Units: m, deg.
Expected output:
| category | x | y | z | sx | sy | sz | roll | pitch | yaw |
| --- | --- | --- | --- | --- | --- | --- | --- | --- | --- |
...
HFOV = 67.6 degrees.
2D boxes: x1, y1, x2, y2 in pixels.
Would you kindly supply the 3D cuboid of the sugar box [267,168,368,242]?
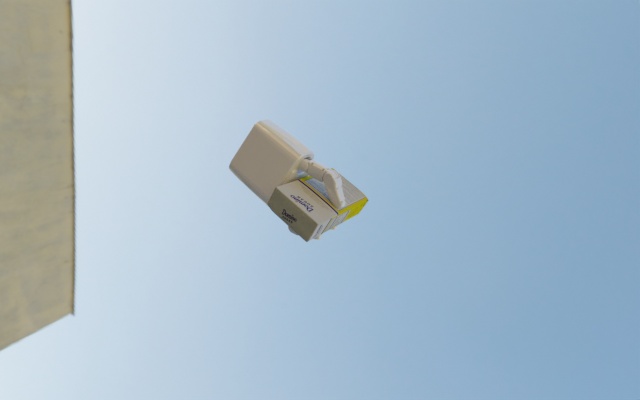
| category | x | y | z | sx | sy | sz | roll | pitch | yaw |
| --- | --- | --- | --- | --- | --- | --- | --- | --- | --- |
| sugar box | 0.000 | 0.003 | 0.796 | 0.093 | 0.048 | 0.176 | 41 | 33 | 17 |
